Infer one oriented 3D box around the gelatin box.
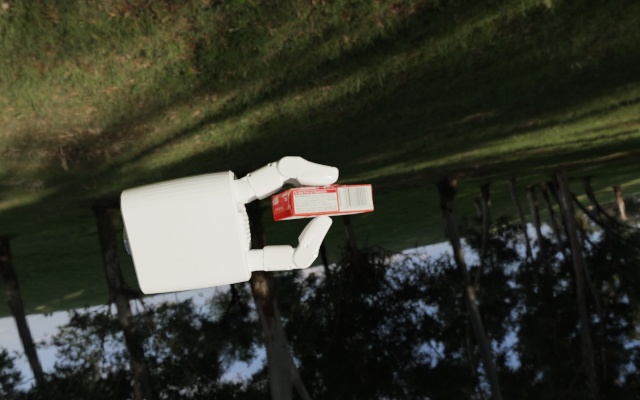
[{"bbox_3d":[0.000,0.002,0.501,0.089,0.030,0.073,-4,-3,-19],"label":"gelatin box"}]
